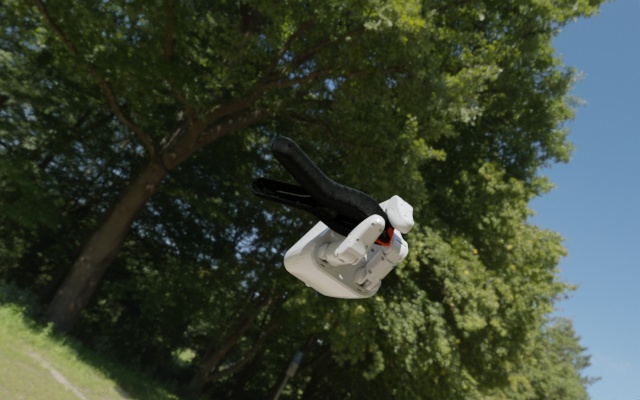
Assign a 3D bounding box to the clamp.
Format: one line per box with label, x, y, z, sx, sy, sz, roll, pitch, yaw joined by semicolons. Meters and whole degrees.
clamp;0.001;0.001;0.529;0.171;0.039;0.120;36;-23;-14
